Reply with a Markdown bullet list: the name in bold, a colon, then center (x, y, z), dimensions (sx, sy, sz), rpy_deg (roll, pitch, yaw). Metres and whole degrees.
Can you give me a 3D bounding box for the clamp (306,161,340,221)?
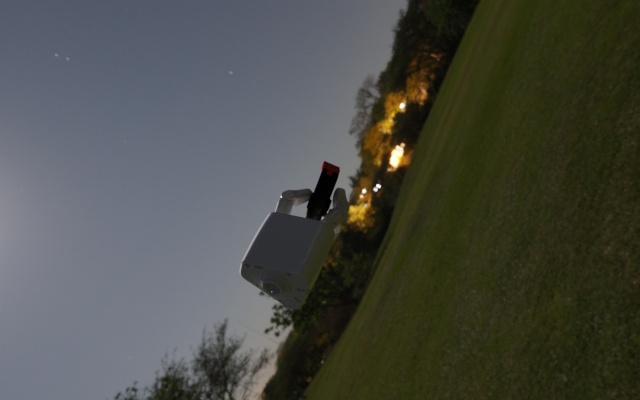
- **clamp**: center (-0.001, 0.002, 0.815), dimensions (0.036, 0.210, 0.164), rpy_deg (22, 46, 3)
